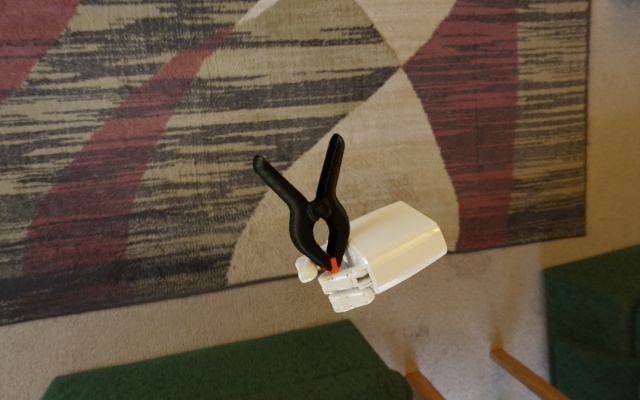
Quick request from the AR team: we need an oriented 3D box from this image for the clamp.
[{"bbox_3d":[0.000,0.002,0.592,0.120,0.171,0.039,-26,14,-14],"label":"clamp"}]
